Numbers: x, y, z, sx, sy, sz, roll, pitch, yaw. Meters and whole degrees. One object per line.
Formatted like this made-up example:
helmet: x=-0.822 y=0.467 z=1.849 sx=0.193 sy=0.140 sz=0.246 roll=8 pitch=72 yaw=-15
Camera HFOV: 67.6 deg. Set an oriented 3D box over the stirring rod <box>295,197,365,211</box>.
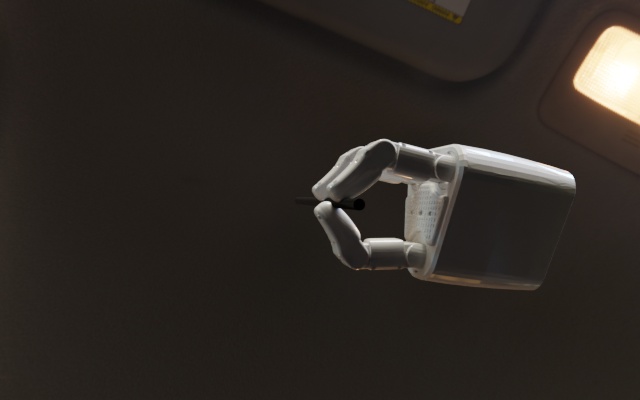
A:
stirring rod: x=0.000 y=0.001 z=0.431 sx=0.011 sy=0.011 sz=0.239 roll=0 pitch=1 yaw=-12
